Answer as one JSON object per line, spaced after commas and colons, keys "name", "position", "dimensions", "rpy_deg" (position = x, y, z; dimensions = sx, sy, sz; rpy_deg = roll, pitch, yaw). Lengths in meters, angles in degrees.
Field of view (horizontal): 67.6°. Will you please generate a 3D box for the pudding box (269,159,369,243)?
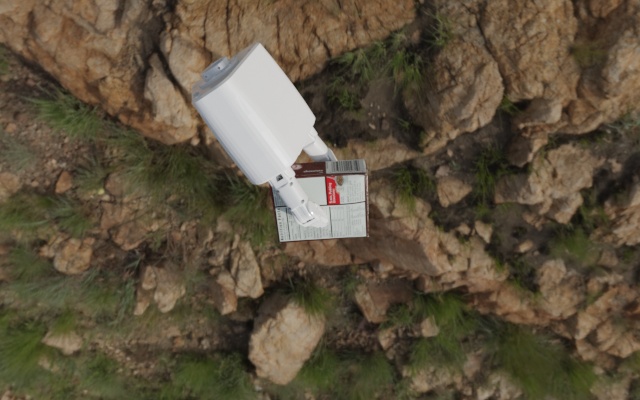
{"name": "pudding box", "position": [0.000, 0.002, 0.563], "dimensions": [0.113, 0.090, 0.039], "rpy_deg": [-3, 31, 3]}
